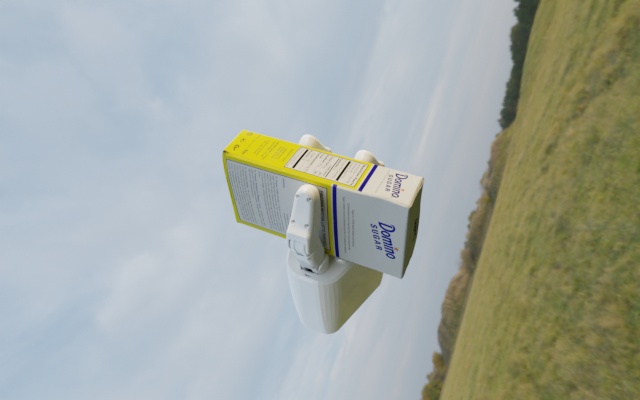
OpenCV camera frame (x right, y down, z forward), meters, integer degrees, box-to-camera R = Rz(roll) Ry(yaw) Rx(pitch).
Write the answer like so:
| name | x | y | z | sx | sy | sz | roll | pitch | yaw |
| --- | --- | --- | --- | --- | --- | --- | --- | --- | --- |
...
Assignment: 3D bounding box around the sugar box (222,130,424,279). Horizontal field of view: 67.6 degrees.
| name | x | y | z | sx | sy | sz | roll | pitch | yaw |
| --- | --- | --- | --- | --- | --- | --- | --- | --- | --- |
| sugar box | 0.000 | 0.001 | 0.432 | 0.176 | 0.093 | 0.048 | 16 | 47 | 19 |
